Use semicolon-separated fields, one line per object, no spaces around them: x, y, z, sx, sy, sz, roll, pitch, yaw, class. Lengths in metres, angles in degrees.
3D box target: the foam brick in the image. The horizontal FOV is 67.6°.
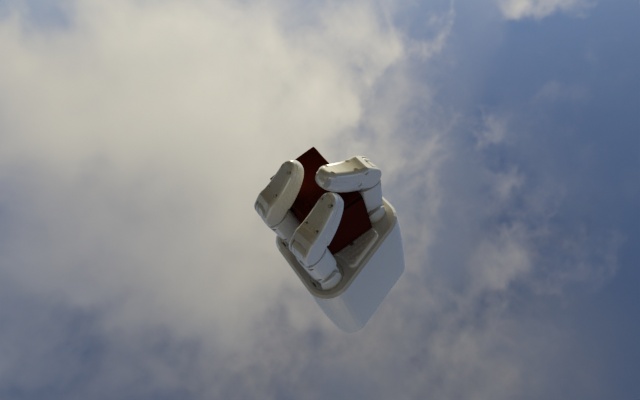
0.000;0.001;0.433;0.053;0.078;0.051;-35;-37;-8;foam brick
